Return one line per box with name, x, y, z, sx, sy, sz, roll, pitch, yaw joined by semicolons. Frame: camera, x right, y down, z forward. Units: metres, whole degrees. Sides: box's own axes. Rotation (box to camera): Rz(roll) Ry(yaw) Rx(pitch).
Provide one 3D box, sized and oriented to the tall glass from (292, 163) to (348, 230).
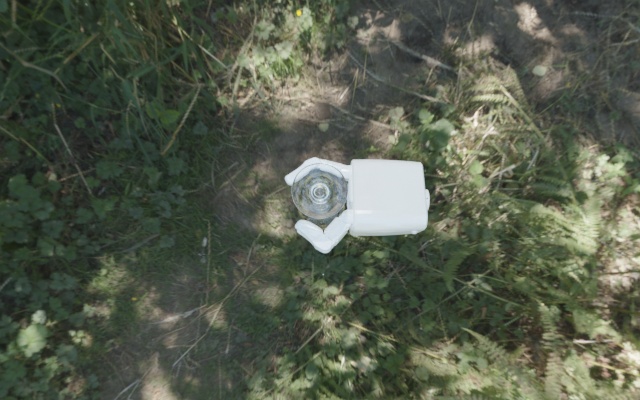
tall glass;0.000;0.002;0.722;0.079;0.079;0.201;0;-9;0
